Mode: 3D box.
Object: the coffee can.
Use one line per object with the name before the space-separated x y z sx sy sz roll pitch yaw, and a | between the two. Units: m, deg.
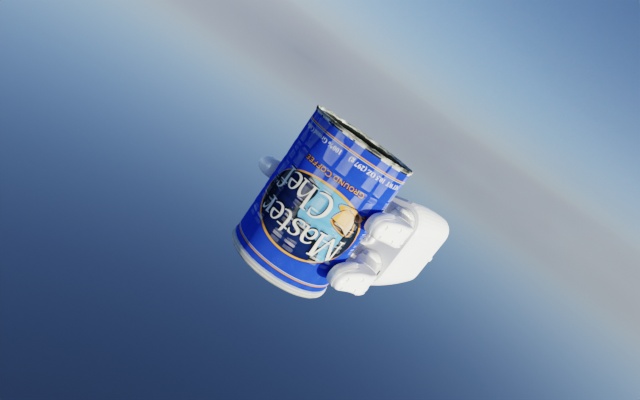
coffee can | 0.000 0.001 0.432 0.103 0.140 0.102 33 13 -9
